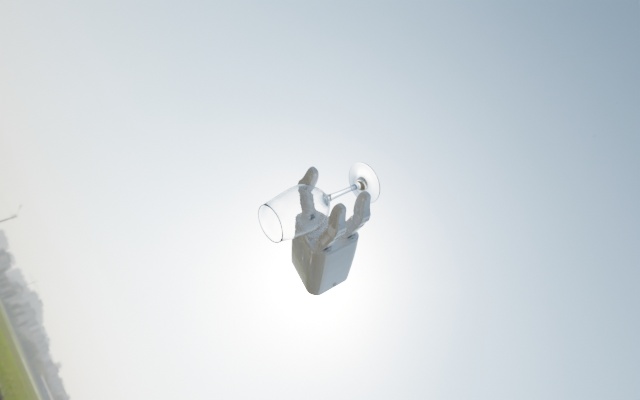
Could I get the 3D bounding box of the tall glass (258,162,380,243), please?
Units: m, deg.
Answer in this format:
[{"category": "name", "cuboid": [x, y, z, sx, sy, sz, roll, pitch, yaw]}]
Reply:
[{"category": "tall glass", "cuboid": [0.001, 0.002, 0.760, 0.201, 0.079, 0.079, -23, 14, -35]}]
